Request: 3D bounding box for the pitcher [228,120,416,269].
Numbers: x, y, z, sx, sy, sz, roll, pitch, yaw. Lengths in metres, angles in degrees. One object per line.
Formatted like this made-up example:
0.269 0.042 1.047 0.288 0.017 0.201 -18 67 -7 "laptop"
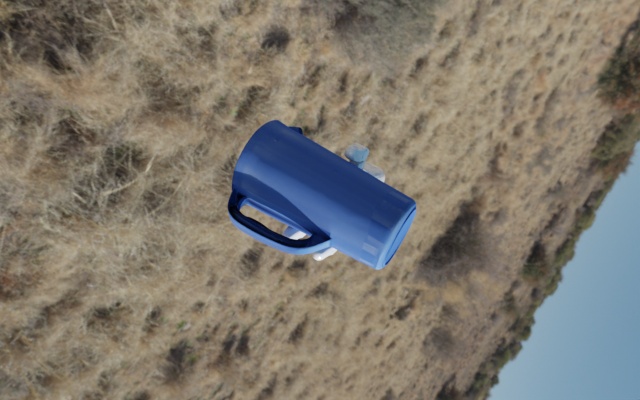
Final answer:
0.000 0.002 0.672 0.243 0.149 0.145 29 15 16 "pitcher"
